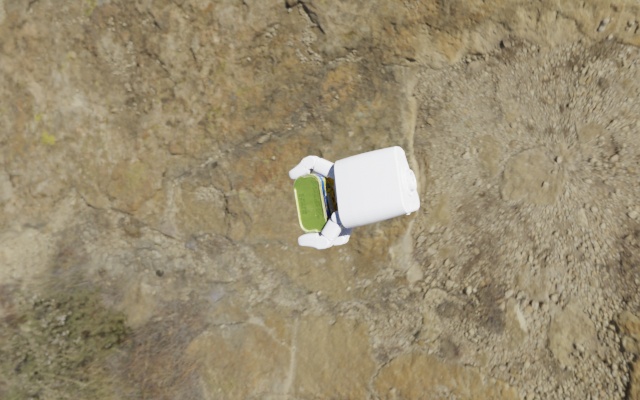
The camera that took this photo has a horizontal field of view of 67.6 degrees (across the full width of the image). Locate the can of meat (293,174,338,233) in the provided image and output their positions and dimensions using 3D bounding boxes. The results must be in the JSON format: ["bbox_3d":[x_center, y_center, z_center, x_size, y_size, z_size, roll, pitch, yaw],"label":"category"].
[{"bbox_3d":[0.000,0.003,0.814,0.057,0.102,0.084,-10,-1,26],"label":"can of meat"}]
